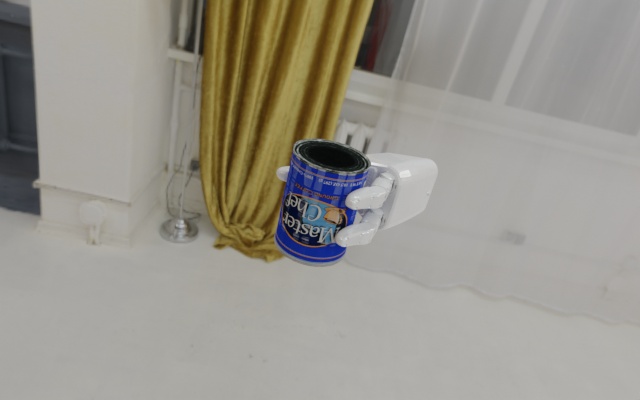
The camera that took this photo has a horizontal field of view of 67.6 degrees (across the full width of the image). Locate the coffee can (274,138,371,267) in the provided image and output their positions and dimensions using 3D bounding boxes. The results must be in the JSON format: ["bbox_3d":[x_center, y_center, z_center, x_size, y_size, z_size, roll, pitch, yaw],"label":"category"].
[{"bbox_3d":[0.000,0.002,0.637,0.103,0.140,0.102,11,27,-6],"label":"coffee can"}]
